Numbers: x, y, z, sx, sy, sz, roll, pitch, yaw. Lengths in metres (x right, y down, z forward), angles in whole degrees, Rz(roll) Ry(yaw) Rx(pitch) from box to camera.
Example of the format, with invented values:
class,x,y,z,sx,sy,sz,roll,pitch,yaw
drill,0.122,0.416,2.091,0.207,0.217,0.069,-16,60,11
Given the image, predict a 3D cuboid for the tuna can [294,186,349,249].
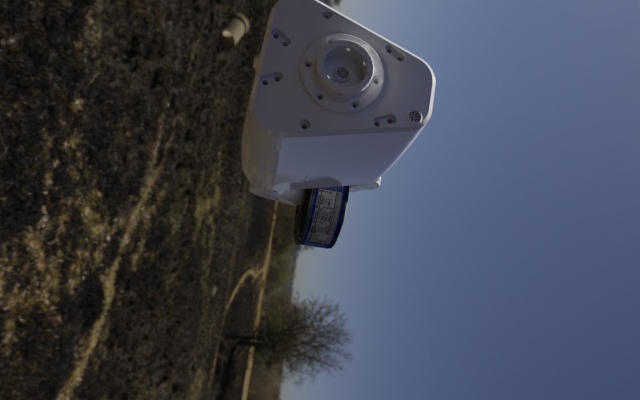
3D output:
class,x,y,z,sx,sy,sz,roll,pitch,yaw
tuna can,0.001,0.002,0.448,0.034,0.086,0.086,10,-2,-10
